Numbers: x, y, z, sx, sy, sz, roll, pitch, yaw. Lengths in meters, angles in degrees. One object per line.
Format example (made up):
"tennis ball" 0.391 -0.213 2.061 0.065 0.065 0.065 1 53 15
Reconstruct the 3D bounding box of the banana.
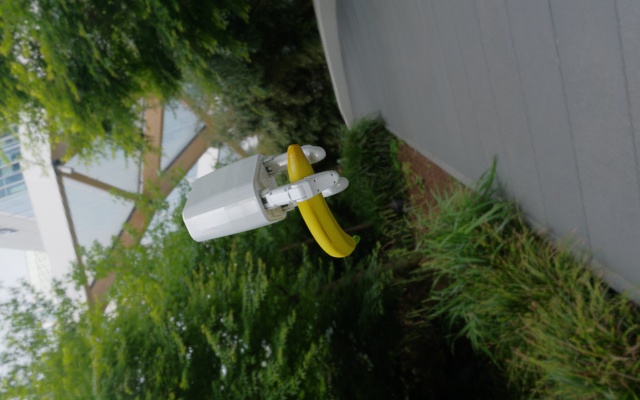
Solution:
"banana" 0.001 0.017 0.637 0.037 0.198 0.069 -19 38 18
